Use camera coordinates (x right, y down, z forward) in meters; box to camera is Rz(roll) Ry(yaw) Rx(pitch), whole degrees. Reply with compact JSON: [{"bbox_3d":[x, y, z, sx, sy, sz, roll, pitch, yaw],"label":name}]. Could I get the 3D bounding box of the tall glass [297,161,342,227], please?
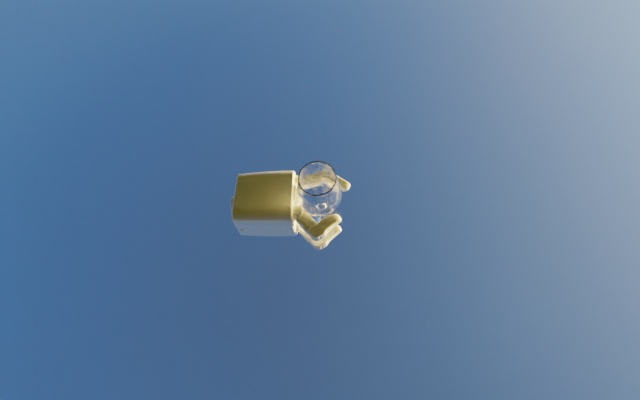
[{"bbox_3d":[0.000,0.003,0.849,0.079,0.079,0.201,0,-23,3],"label":"tall glass"}]
